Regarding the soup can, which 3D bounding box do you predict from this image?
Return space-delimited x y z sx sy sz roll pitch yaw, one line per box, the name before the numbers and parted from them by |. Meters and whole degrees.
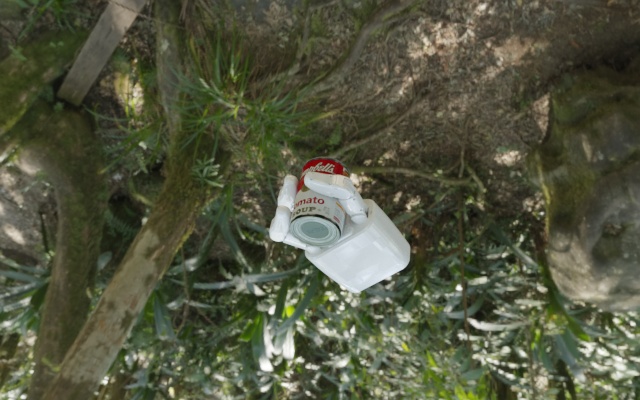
soup can | 0.000 0.002 0.627 0.068 0.102 0.069 7 -40 6
